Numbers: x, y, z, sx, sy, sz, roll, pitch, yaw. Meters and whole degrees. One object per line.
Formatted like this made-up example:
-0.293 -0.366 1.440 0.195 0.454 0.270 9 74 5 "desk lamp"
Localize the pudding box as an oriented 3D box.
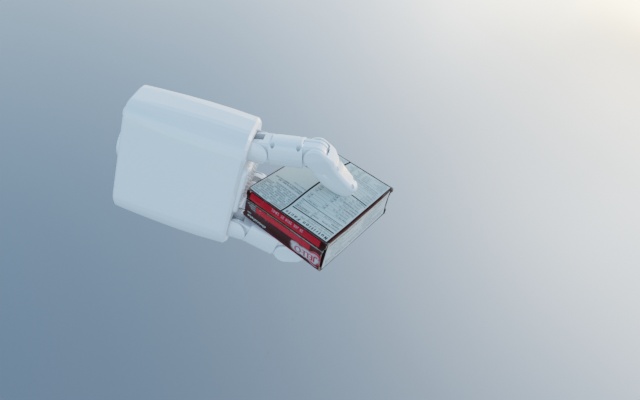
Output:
0.000 0.001 0.438 0.090 0.039 0.113 35 46 20 "pudding box"
